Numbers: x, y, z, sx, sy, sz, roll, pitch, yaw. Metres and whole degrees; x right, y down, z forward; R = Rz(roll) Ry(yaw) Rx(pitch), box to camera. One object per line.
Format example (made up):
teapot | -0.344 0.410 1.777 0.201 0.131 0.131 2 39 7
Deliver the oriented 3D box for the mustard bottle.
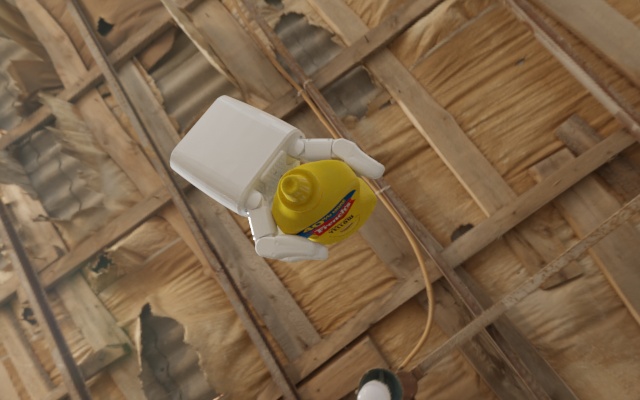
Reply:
mustard bottle | 0.000 0.002 0.509 0.096 0.058 0.192 -37 -18 8
